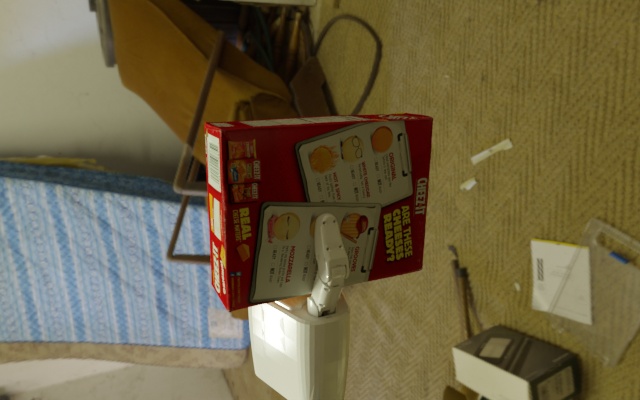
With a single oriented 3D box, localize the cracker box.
[{"bbox_3d":[0.000,0.002,0.467,0.213,0.164,0.072,-8,19,-26],"label":"cracker box"}]
